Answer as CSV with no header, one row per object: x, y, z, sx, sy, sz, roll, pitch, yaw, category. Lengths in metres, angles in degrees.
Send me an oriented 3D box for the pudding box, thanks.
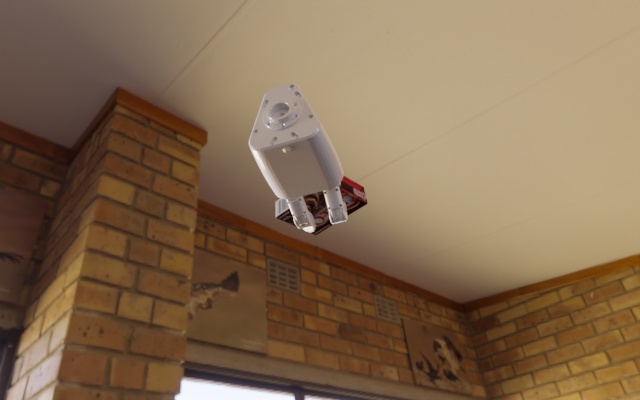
0.000,0.002,0.724,0.113,0.039,0.090,-32,-42,32,pudding box
